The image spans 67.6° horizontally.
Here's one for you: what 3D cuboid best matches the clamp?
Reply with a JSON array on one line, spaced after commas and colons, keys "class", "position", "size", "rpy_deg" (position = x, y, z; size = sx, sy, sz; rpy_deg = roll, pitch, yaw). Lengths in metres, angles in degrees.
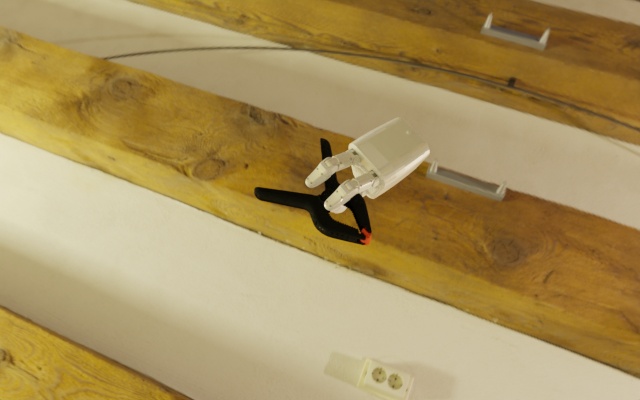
[{"class": "clamp", "position": [0.001, 0.003, 0.801], "size": [0.164, 0.210, 0.036], "rpy_deg": [-33, -26, -13]}]
